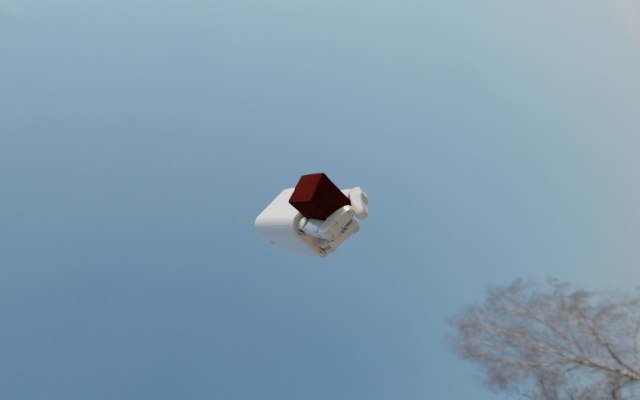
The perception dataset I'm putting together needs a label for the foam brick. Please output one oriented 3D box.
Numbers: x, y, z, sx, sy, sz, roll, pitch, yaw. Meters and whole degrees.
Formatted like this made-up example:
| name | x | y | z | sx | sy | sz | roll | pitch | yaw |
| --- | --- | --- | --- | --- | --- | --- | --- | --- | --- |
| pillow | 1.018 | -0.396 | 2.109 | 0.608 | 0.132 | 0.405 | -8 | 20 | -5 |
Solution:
| name | x | y | z | sx | sy | sz | roll | pitch | yaw |
| --- | --- | --- | --- | --- | --- | --- | --- | --- | --- |
| foam brick | 0.000 | 0.002 | 0.723 | 0.051 | 0.053 | 0.078 | -1 | -35 | 46 |
